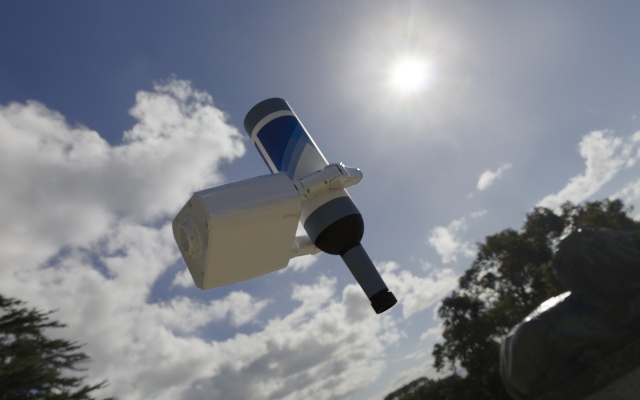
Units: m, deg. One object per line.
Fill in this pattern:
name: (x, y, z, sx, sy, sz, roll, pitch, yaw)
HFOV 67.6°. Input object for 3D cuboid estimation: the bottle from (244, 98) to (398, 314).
bottle: (0.000, 0.002, 0.572, 0.069, 0.295, 0.069, -26, -25, -13)
